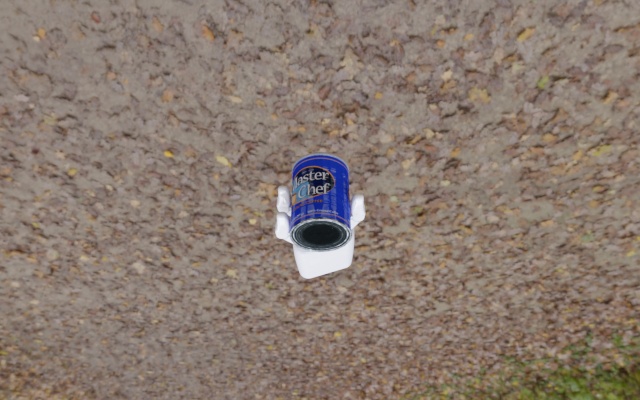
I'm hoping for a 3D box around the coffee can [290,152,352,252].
[{"bbox_3d":[0.000,0.002,0.819,0.103,0.140,0.103,0,-36,0],"label":"coffee can"}]
